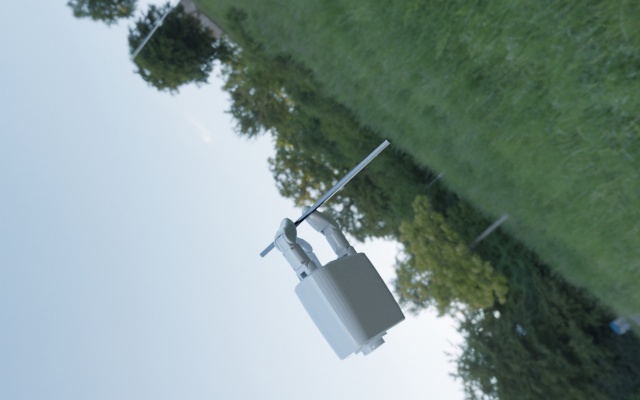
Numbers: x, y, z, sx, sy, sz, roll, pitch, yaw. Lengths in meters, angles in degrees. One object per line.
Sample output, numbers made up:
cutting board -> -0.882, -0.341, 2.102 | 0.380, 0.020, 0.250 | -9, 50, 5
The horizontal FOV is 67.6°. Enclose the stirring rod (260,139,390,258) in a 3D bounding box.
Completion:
stirring rod -> 0.000, 0.002, 0.630 | 0.239, 0.011, 0.011 | -42, -18, 21
